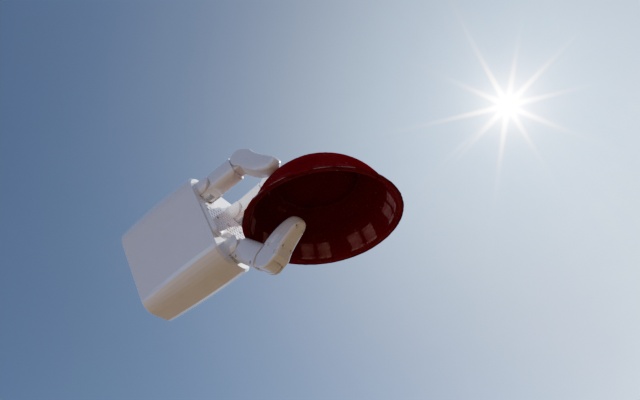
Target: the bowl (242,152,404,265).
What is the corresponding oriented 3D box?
[{"bbox_3d":[0.001,0.001,0.489,0.162,0.055,0.162,-6,-38,-5],"label":"bowl"}]
